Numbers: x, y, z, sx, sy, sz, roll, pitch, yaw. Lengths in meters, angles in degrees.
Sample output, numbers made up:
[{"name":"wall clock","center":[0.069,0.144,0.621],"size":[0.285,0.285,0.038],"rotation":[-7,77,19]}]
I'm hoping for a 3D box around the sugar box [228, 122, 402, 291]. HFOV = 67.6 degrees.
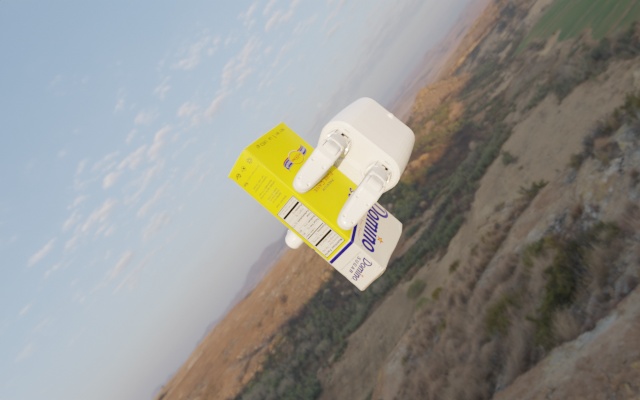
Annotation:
[{"name":"sugar box","center":[0.000,0.001,0.492],"size":[0.176,0.048,0.093],"rotation":[38,34,0]}]
